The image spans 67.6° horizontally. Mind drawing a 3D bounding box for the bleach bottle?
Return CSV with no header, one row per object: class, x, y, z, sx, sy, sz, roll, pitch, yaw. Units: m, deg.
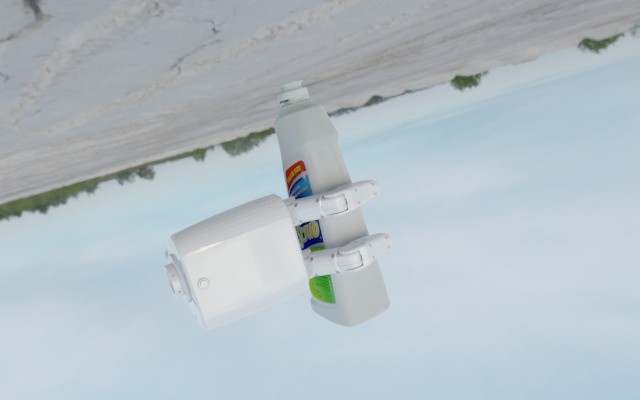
bleach bottle,0.000,0.002,0.505,0.068,0.251,0.102,-21,11,-24
